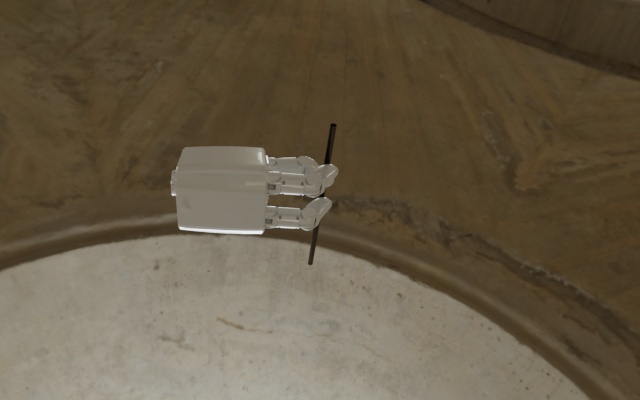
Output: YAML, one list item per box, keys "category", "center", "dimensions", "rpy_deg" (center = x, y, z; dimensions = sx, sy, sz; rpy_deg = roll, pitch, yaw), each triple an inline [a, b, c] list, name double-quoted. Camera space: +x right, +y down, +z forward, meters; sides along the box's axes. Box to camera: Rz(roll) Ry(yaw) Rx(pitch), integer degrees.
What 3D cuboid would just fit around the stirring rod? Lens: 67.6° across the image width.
- category: "stirring rod"
  center: [0.000, 0.002, 0.652]
  dimensions: [0.011, 0.240, 0.011]
  rpy_deg: [6, 38, -5]
